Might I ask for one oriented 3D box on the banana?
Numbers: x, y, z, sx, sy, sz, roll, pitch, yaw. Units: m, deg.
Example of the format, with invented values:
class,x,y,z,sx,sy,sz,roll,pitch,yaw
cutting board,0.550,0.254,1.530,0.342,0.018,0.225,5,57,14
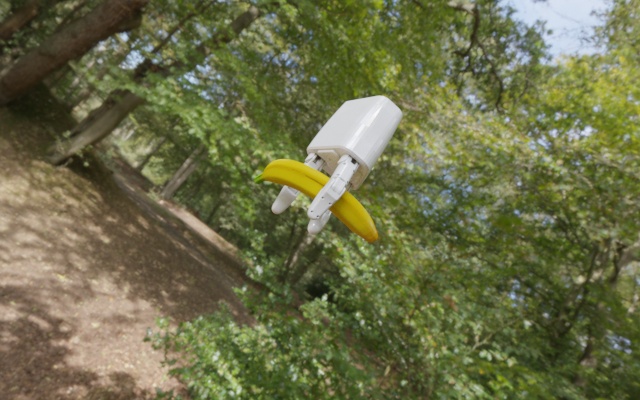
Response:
class,x,y,z,sx,sy,sz,roll,pitch,yaw
banana,-0.001,-0.008,0.664,0.198,0.037,0.070,29,-28,8
